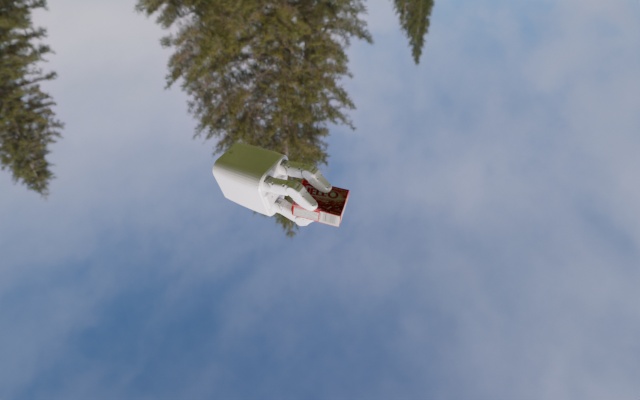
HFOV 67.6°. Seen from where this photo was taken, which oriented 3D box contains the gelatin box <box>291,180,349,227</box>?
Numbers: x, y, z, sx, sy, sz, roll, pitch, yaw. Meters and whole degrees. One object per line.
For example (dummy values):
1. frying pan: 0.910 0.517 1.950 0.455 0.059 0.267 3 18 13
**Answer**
1. gelatin box: 0.000 0.003 0.849 0.089 0.030 0.073 14 43 7
